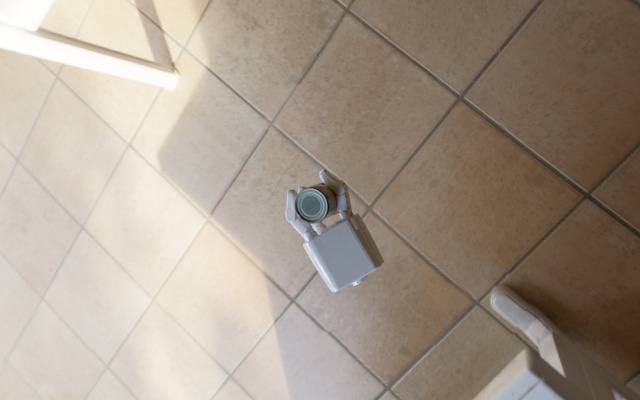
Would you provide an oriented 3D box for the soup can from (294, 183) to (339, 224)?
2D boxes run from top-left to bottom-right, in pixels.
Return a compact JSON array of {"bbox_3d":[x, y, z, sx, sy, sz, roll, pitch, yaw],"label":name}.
[{"bbox_3d":[0.000,0.002,0.891,0.068,0.068,0.102,0,8,21],"label":"soup can"}]
